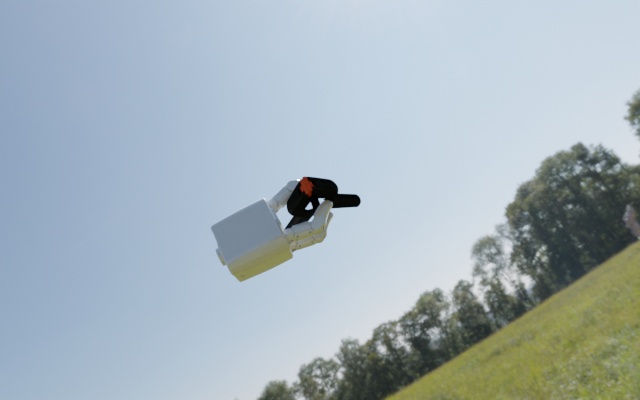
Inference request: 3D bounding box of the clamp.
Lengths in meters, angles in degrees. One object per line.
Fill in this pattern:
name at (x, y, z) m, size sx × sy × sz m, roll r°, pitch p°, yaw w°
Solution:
clamp at (0.000, 0.002, 0.850) m, size 0.164 × 0.036 × 0.210 m, roll -25°, pitch -20°, yaw -7°
